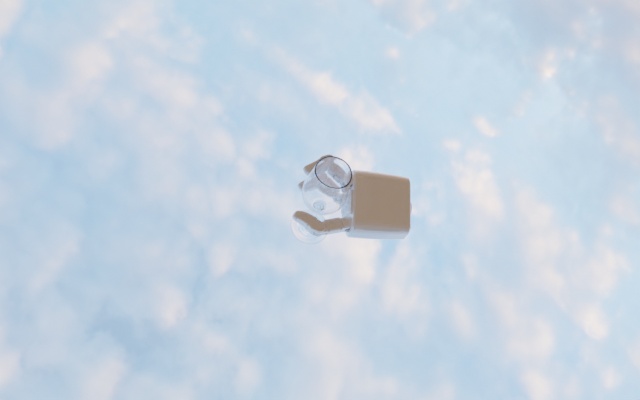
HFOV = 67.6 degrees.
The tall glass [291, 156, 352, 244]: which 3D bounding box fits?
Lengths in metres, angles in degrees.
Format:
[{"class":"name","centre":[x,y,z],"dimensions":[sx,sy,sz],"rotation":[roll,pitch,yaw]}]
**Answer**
[{"class":"tall glass","centre":[0.000,0.003,0.842],"dimensions":[0.079,0.079,0.201],"rotation":[0,-29,-14]}]
